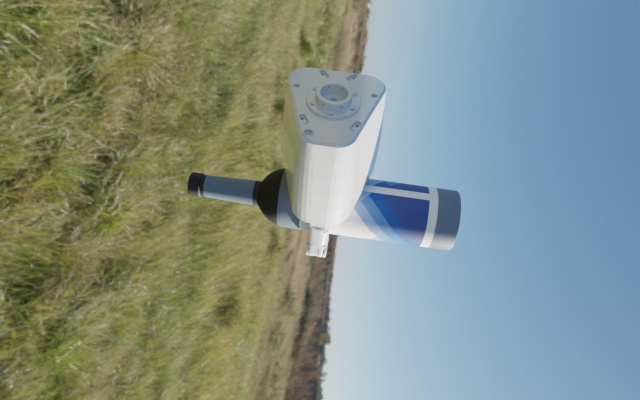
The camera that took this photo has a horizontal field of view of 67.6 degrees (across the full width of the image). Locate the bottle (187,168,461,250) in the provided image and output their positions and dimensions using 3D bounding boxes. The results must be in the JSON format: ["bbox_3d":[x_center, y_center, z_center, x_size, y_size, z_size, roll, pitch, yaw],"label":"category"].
[{"bbox_3d":[0.000,0.002,0.532,0.296,0.069,0.069,8,0,2],"label":"bottle"}]
